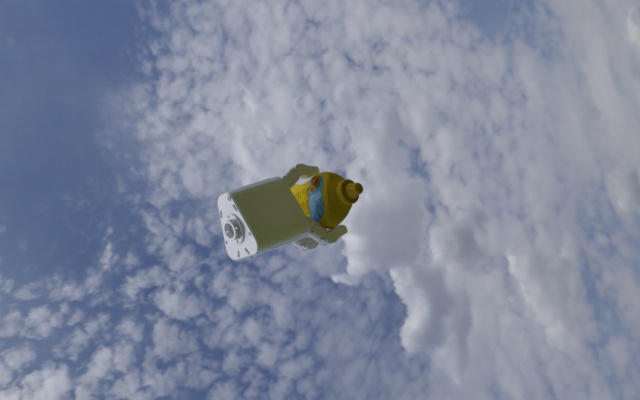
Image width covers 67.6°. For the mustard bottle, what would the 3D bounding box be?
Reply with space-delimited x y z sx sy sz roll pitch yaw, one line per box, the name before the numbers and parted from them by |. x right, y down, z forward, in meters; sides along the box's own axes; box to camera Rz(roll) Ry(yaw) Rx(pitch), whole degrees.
mustard bottle | 0.000 0.003 0.820 0.058 0.096 0.192 13 -22 -37
